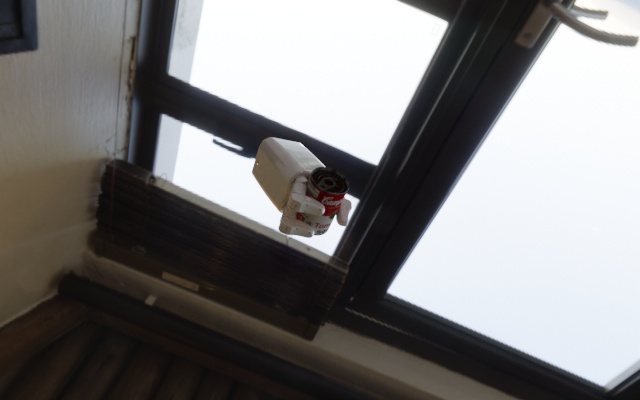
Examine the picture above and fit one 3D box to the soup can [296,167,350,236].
[{"bbox_3d":[0.000,0.003,0.819,0.068,0.102,0.068,15,38,-12],"label":"soup can"}]
